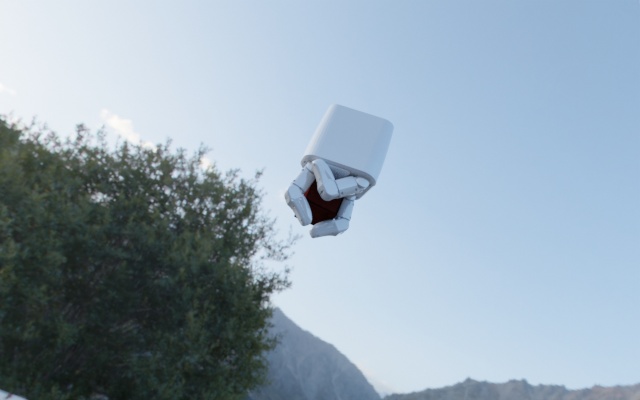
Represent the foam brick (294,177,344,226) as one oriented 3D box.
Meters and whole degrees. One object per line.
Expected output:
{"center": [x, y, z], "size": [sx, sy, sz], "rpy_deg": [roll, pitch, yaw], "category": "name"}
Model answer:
{"center": [0.000, 0.003, 0.724], "size": [0.053, 0.051, 0.078], "rpy_deg": [25, -25, -7], "category": "foam brick"}
